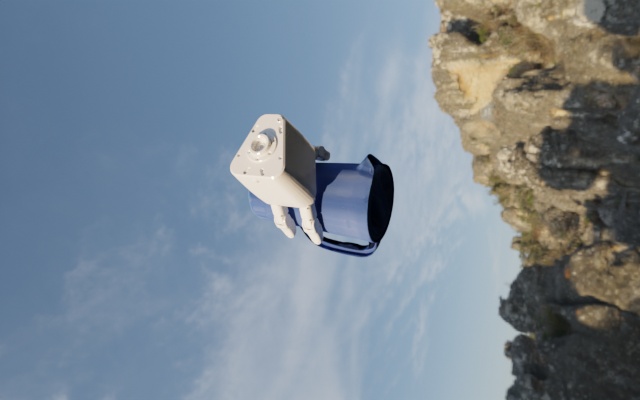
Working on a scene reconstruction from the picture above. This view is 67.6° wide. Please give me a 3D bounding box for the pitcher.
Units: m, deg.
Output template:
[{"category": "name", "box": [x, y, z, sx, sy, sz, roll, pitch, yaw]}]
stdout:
[{"category": "pitcher", "box": [0.000, 0.003, 0.844, 0.243, 0.149, 0.145, 7, -18, 26]}]
